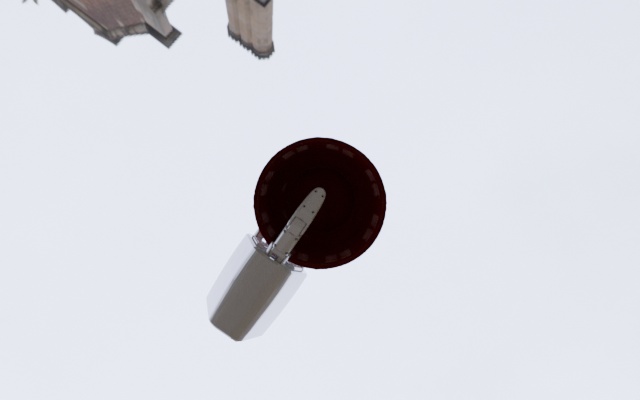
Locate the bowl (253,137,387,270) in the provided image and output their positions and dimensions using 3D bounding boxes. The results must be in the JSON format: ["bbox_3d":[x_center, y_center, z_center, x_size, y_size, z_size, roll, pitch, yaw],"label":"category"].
[{"bbox_3d":[0.001,0.001,0.602,0.162,0.162,0.055,0,6,3],"label":"bowl"}]
